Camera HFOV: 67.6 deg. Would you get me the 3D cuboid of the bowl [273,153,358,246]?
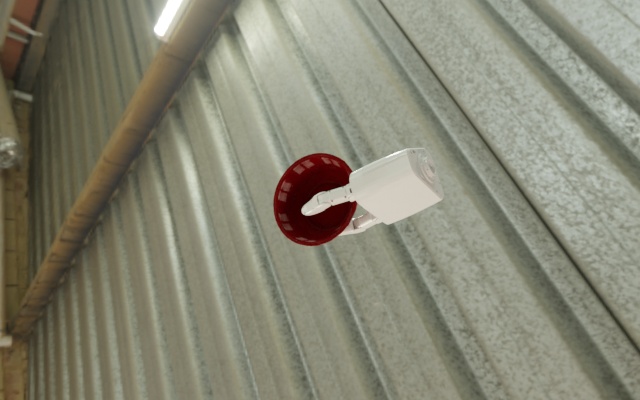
[{"bbox_3d":[-0.001,0.003,0.824,0.162,0.162,0.055,0,-14,27],"label":"bowl"}]
